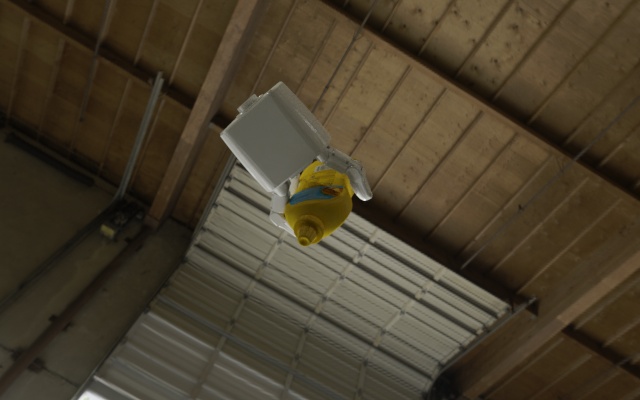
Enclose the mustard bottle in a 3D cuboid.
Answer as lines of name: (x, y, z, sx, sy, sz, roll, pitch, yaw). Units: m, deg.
mustard bottle: (0.000, 0.002, 0.687, 0.096, 0.058, 0.191, -8, 28, 19)
